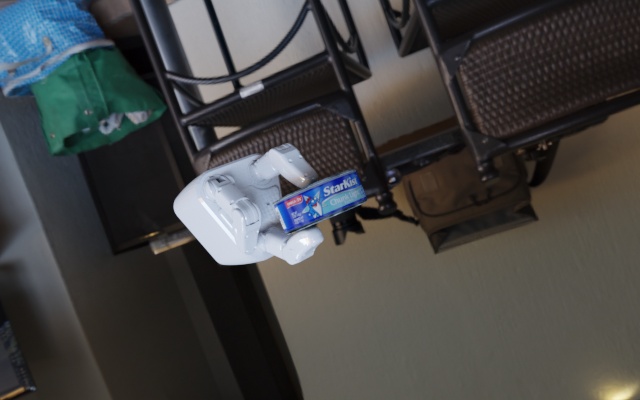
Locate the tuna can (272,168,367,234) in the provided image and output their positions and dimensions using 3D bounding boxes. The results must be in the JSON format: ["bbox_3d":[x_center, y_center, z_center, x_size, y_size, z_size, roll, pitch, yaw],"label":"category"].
[{"bbox_3d":[0.000,0.002,0.453,0.086,0.034,0.086,-23,-1,-1],"label":"tuna can"}]
